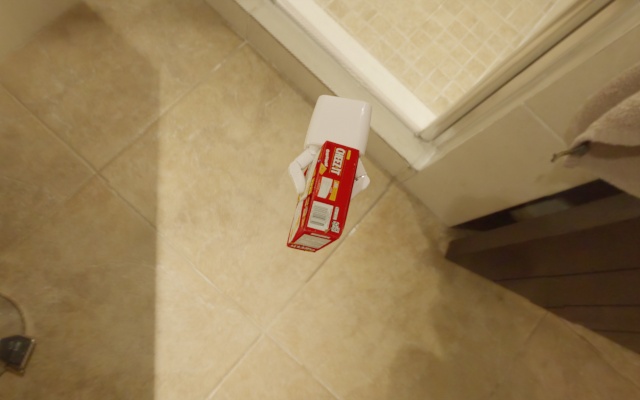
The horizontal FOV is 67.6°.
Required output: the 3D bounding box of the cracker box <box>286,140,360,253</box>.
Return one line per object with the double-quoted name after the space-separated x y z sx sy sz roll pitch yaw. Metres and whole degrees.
0.000 0.003 0.893 0.072 0.164 0.214 15 -15 -8 "cracker box"
